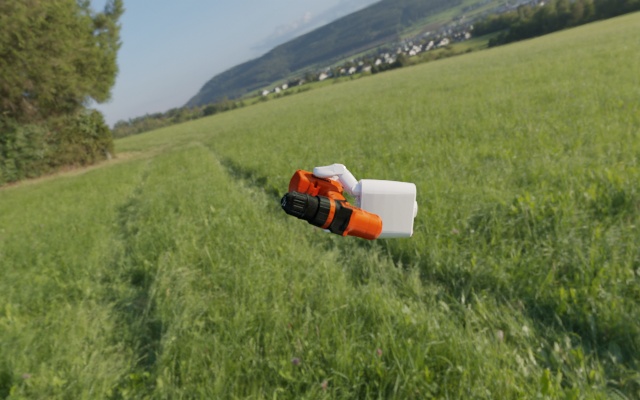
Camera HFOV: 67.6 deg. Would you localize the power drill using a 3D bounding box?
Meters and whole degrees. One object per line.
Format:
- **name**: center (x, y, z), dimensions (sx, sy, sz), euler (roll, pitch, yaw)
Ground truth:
- **power drill**: center (0.000, 0.003, 0.850), dimensions (0.184, 0.057, 0.187), euler (19, 14, -23)
